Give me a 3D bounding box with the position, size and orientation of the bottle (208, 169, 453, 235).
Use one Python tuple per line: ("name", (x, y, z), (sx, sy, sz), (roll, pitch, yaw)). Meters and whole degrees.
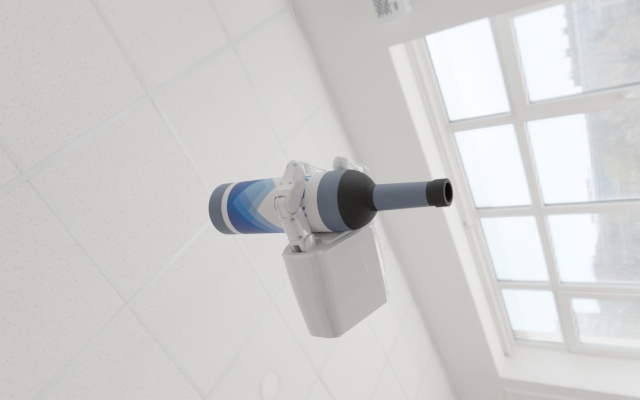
("bottle", (0.000, 0.002, 0.532), (0.296, 0.069, 0.069), (-4, -3, 35))
